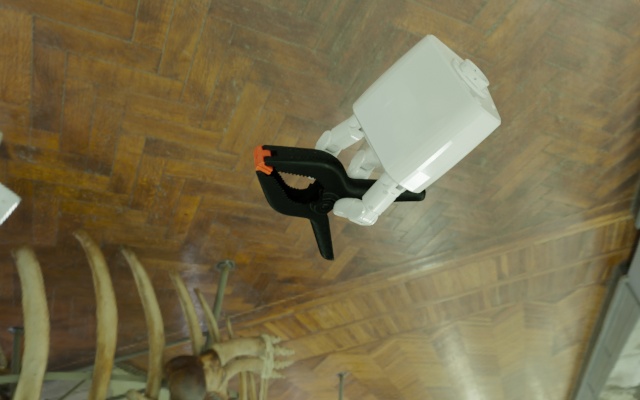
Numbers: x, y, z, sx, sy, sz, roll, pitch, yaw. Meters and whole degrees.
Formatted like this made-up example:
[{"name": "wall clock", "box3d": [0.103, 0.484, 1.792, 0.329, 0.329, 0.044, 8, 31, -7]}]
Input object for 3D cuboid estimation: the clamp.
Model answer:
[{"name": "clamp", "box3d": [0.000, 0.002, 0.556, 0.210, 0.036, 0.165, 23, -53, -35]}]
